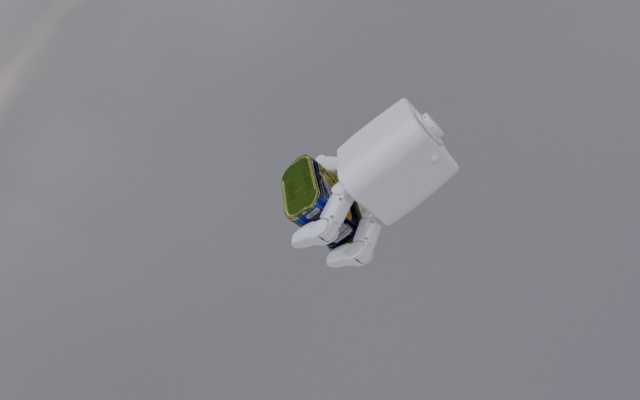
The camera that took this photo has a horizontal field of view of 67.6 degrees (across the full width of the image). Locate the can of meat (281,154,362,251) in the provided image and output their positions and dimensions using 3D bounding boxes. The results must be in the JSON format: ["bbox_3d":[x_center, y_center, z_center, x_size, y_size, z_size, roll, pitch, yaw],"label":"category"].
[{"bbox_3d":[0.000,0.002,0.590,0.057,0.102,0.084,-38,-53,20],"label":"can of meat"}]
